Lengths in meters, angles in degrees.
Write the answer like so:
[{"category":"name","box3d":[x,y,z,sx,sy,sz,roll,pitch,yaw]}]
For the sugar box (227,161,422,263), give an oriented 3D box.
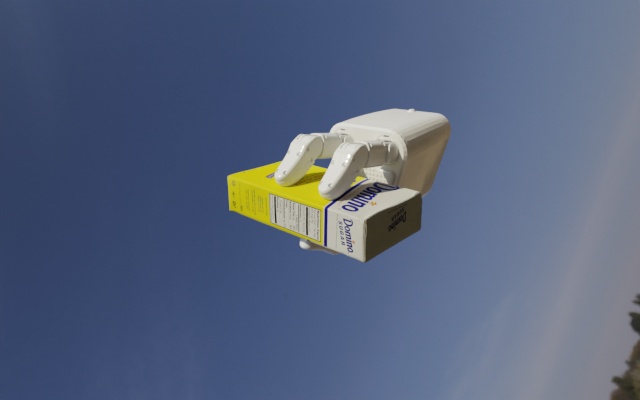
[{"category":"sugar box","box3d":[0.000,0.001,0.466,0.176,0.048,0.093,14,24,39]}]
